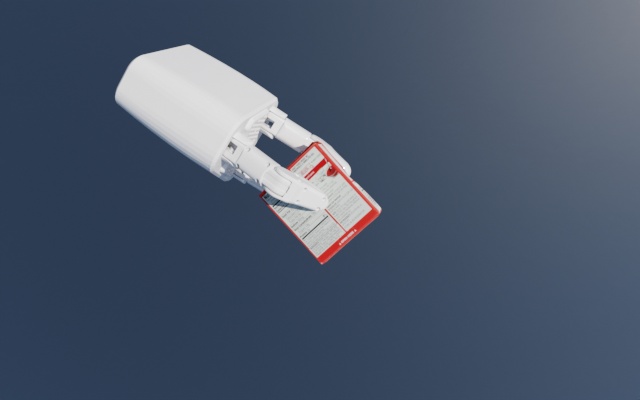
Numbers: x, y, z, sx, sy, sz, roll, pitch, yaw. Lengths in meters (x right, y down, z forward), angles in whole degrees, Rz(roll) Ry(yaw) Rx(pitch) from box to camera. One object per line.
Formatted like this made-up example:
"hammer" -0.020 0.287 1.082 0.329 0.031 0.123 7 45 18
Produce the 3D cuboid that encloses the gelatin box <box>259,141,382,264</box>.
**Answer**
"gelatin box" 0.000 0.002 0.441 0.073 0.089 0.030 -43 -2 13
